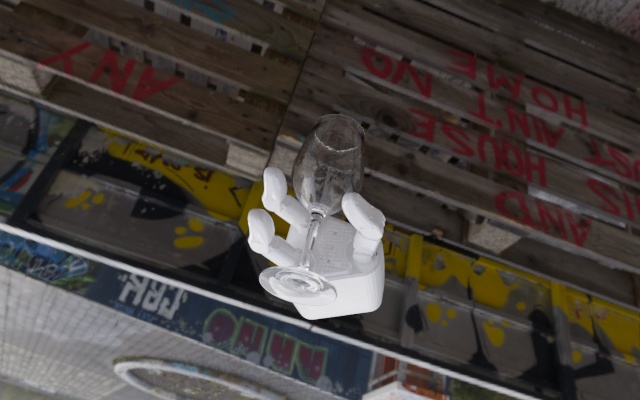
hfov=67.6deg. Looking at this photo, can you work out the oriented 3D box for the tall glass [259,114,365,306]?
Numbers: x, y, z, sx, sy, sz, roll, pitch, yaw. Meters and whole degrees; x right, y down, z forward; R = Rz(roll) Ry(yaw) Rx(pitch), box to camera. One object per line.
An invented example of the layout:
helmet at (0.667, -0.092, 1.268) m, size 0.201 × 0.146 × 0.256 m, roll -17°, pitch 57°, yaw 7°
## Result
tall glass at (0.000, 0.002, 0.495) m, size 0.079 × 0.201 × 0.079 m, roll 10°, pitch -34°, yaw 7°
